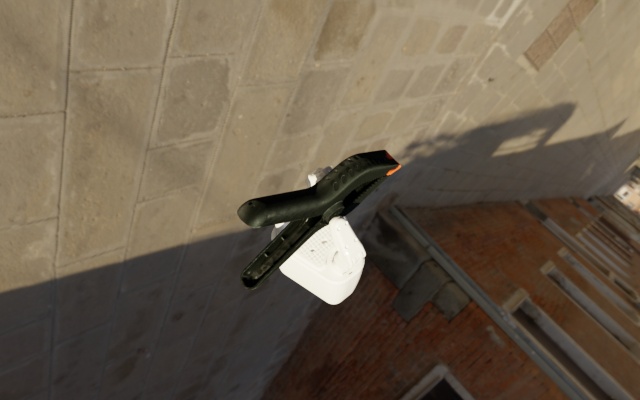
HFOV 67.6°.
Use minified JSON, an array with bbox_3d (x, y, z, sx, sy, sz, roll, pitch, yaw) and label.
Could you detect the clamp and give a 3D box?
[{"bbox_3d":[0.001,0.002,0.483,0.210,0.036,0.165,-35,-19,-18],"label":"clamp"}]
